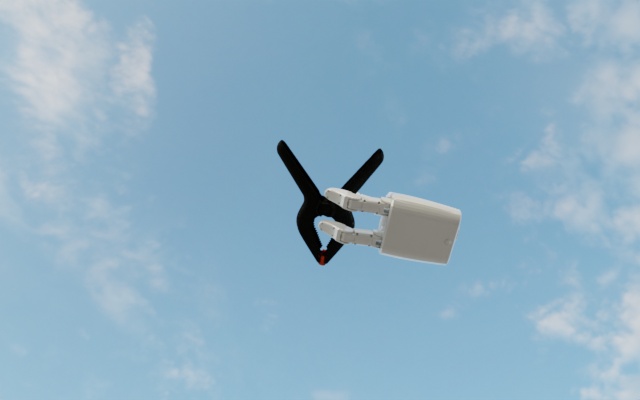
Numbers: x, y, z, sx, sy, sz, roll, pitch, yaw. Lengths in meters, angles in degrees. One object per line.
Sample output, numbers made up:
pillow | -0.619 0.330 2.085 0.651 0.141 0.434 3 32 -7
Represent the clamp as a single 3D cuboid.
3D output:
clamp | 0.000 0.003 0.763 0.164 0.210 0.036 12 22 5
